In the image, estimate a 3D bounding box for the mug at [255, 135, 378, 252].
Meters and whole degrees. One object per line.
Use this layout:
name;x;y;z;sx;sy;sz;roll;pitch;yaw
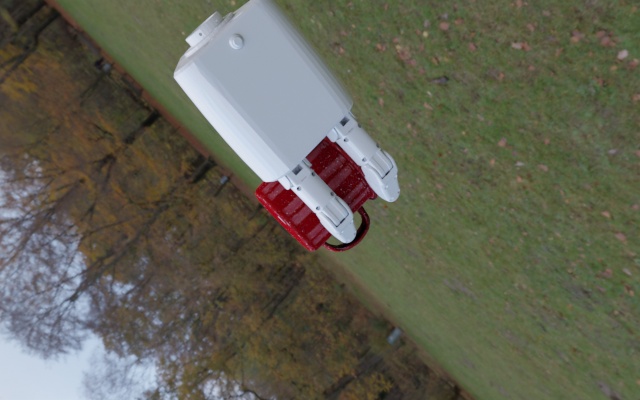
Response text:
mug;0.001;0.003;0.459;0.117;0.081;0.093;49;-9;-24
